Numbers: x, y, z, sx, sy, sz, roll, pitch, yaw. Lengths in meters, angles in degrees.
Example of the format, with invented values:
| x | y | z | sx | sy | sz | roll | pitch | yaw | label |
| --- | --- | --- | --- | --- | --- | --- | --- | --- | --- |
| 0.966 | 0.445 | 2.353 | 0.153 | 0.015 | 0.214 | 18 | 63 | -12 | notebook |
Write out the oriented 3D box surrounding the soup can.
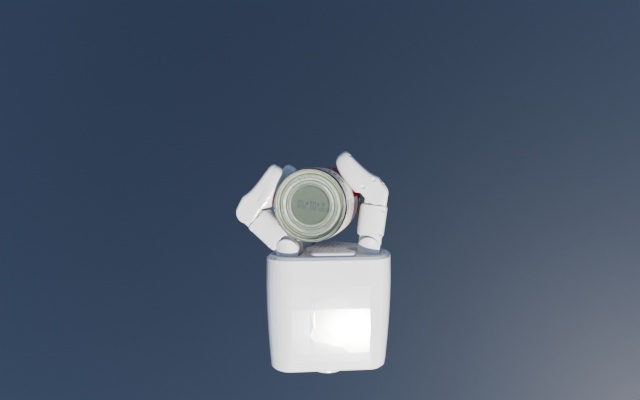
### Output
| x | y | z | sx | sy | sz | roll | pitch | yaw | label |
| --- | --- | --- | --- | --- | --- | --- | --- | --- | --- |
| 0.000 | 0.001 | 0.464 | 0.068 | 0.068 | 0.102 | 0 | 4 | 12 | soup can |
